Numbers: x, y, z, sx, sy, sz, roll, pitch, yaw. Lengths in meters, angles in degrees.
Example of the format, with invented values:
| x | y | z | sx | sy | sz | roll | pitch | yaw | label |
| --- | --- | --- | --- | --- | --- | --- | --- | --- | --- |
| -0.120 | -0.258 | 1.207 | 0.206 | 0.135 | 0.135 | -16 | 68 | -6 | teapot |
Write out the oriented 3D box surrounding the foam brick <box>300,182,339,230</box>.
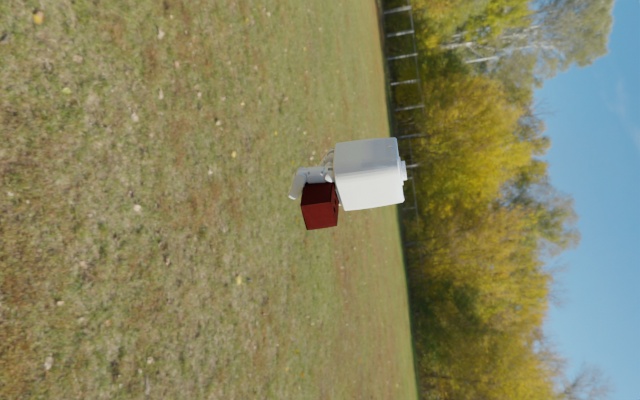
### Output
| x | y | z | sx | sy | sz | roll | pitch | yaw | label |
| --- | --- | --- | --- | --- | --- | --- | --- | --- | --- |
| 0.000 | 0.003 | 0.786 | 0.051 | 0.053 | 0.078 | -6 | 37 | 10 | foam brick |
